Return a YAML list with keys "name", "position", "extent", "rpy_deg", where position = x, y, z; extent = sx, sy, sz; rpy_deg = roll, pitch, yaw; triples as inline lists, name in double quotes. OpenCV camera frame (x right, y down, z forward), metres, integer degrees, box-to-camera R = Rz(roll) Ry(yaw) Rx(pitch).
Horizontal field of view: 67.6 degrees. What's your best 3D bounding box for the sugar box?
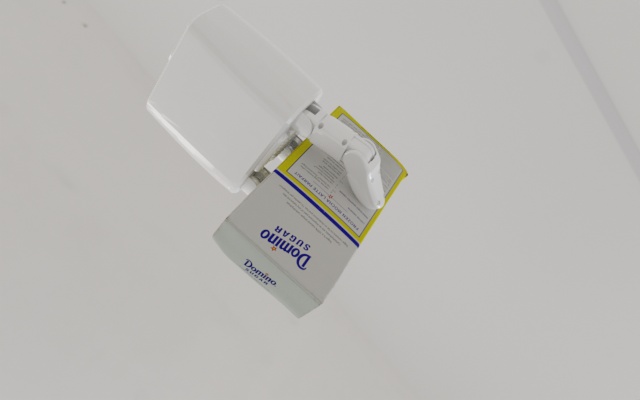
- name: "sugar box"
  position: [0.000, 0.001, 0.401]
  extent: [0.176, 0.093, 0.048]
  rpy_deg: [-49, 3, -40]
